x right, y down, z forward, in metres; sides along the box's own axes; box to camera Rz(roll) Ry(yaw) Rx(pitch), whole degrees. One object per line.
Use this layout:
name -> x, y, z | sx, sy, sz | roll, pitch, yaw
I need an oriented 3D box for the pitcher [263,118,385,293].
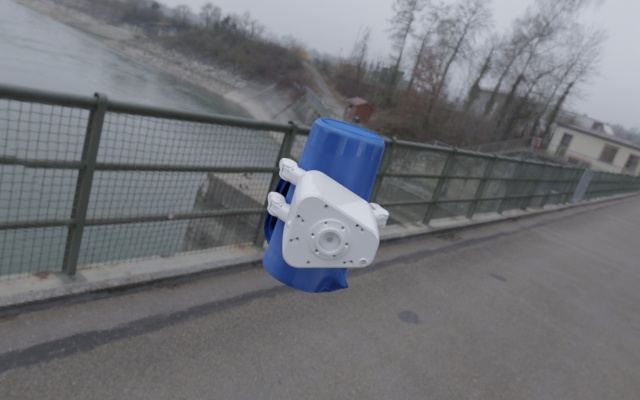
pitcher -> 0.000, 0.002, 0.722 | 0.149, 0.243, 0.145 | 17, 16, -4
